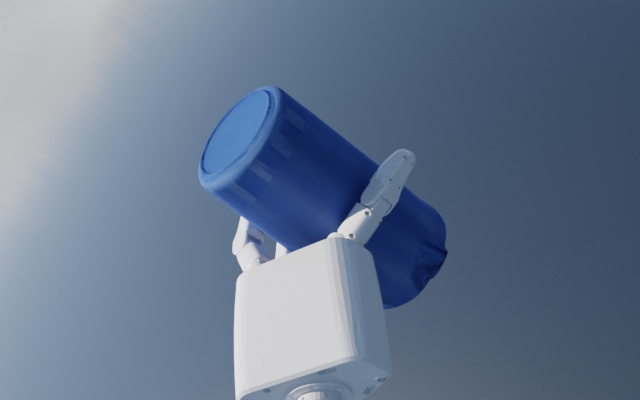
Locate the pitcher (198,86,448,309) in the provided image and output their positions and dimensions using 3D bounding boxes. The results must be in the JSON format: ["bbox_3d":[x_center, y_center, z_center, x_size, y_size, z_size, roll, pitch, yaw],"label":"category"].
[{"bbox_3d":[0.000,0.002,0.478,0.149,0.145,0.243,-35,-52,25],"label":"pitcher"}]
